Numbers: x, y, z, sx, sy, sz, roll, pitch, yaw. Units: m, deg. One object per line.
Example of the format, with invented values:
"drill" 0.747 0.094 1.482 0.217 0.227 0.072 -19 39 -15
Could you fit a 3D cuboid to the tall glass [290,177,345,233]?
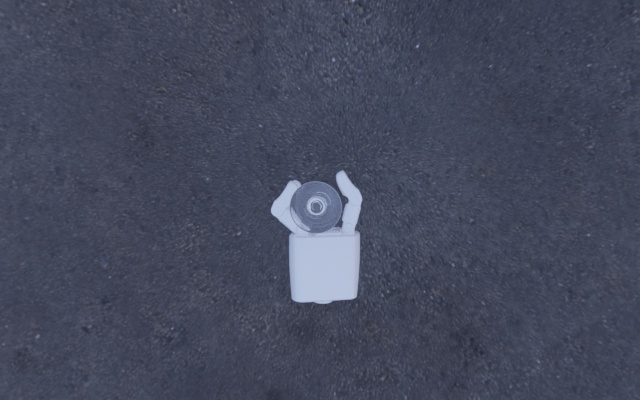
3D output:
"tall glass" 0.000 0.002 0.772 0.079 0.079 0.201 0 5 4
